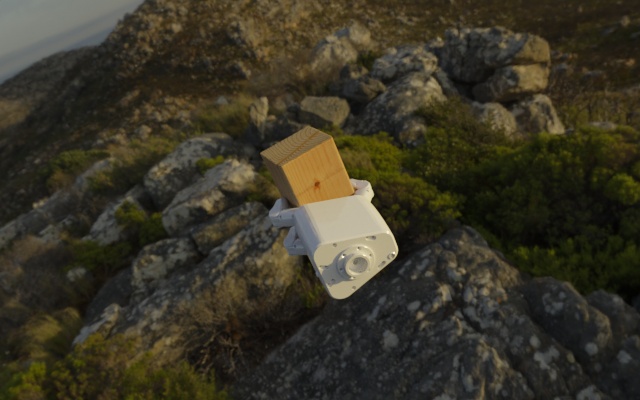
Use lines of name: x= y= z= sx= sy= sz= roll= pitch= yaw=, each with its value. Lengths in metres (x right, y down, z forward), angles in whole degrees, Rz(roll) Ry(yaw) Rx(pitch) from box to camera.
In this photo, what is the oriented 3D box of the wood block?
wood block: x=0.000 y=0.002 z=0.742 sx=0.091 sy=0.206 sz=0.090 roll=-31 pitch=29 yaw=-13
